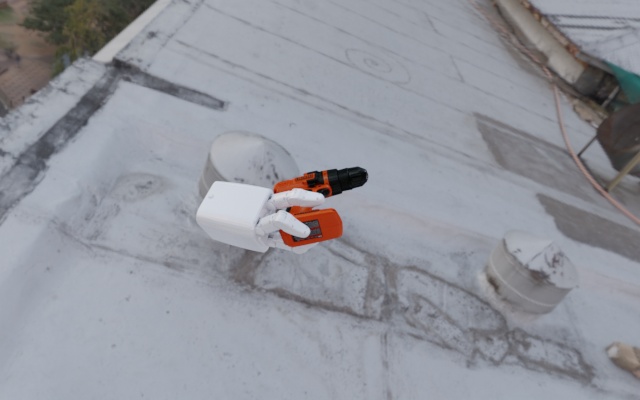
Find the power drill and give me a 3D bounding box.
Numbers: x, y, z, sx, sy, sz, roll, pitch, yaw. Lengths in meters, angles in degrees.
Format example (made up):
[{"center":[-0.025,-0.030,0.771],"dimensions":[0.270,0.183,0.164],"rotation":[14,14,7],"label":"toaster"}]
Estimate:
[{"center":[0.000,0.003,0.852],"dimensions":[0.184,0.057,0.187],"rotation":[-14,25,8],"label":"power drill"}]
